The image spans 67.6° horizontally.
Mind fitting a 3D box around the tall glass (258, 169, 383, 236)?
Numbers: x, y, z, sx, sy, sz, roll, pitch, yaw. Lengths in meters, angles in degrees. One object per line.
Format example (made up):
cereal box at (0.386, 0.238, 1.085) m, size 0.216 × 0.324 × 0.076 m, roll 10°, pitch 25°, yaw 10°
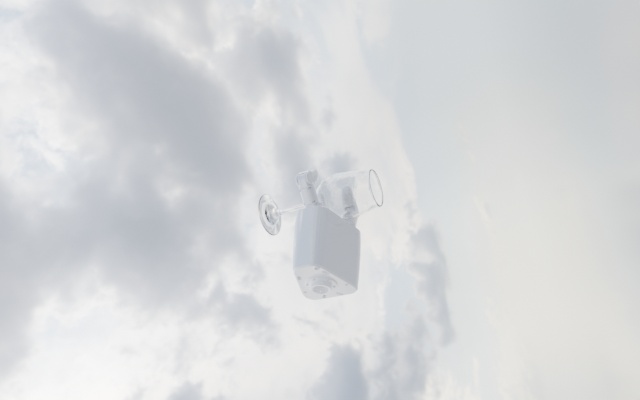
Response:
tall glass at (-0.001, 0.003, 0.797) m, size 0.201 × 0.079 × 0.079 m, roll -15°, pitch -6°, yaw 23°
